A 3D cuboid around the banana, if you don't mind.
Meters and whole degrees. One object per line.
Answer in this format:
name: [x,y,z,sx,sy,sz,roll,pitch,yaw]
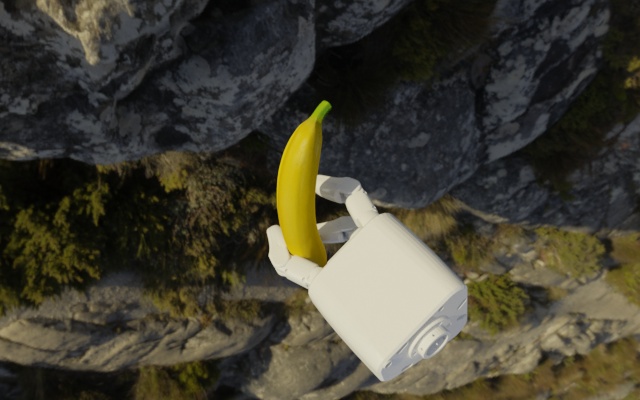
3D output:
banana: [-0.014,0.005,0.477,0.069,0.198,0.037,-24,41,-36]
